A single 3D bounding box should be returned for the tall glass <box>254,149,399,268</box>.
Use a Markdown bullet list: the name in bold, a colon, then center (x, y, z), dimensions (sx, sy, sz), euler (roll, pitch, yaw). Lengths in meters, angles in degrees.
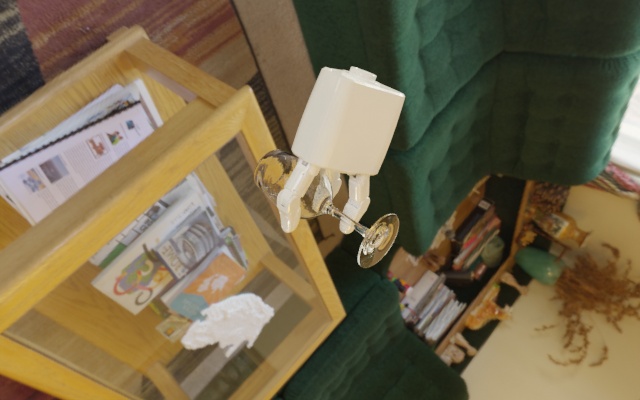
- **tall glass**: center (0.000, 0.002, 0.618), dimensions (0.201, 0.079, 0.079), euler (33, 19, 32)
